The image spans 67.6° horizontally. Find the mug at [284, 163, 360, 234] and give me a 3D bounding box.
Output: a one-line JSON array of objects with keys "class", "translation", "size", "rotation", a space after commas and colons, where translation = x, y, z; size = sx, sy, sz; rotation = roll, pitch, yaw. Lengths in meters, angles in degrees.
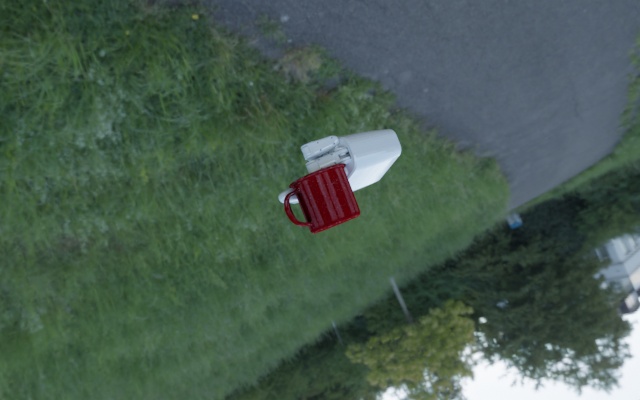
[{"class": "mug", "translation": [-0.001, 0.003, 0.713], "size": [0.117, 0.081, 0.093], "rotation": [-18, -6, -33]}]
